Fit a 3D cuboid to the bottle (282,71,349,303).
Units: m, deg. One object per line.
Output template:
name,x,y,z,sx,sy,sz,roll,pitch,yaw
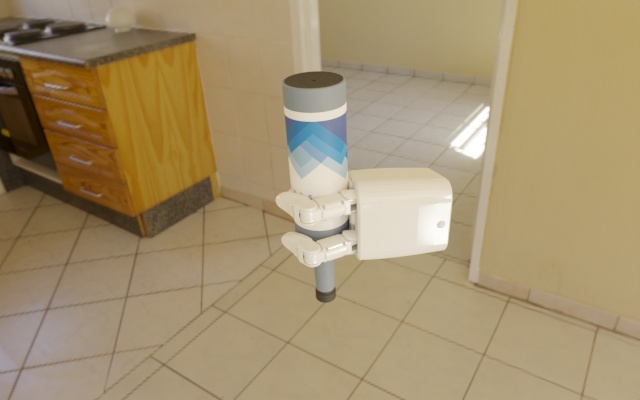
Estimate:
bottle,0.000,0.002,0.568,0.069,0.296,0.069,-2,30,1
